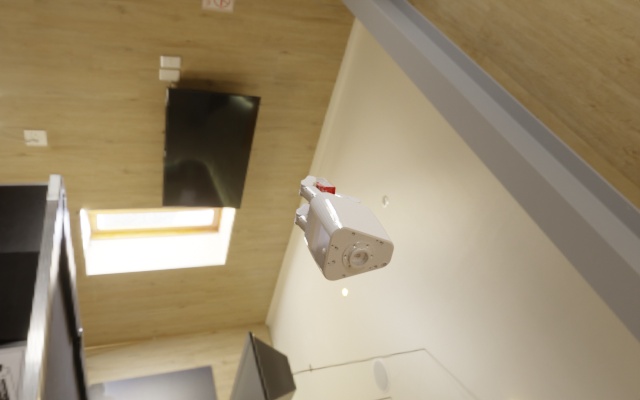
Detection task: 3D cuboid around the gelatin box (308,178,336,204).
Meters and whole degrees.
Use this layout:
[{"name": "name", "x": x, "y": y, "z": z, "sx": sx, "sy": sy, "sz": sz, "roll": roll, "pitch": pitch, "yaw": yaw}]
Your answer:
[{"name": "gelatin box", "x": 0.001, "y": 0.003, "z": 0.844, "sx": 0.030, "sy": 0.073, "sz": 0.089, "roll": 3, "pitch": 13, "yaw": -13}]
